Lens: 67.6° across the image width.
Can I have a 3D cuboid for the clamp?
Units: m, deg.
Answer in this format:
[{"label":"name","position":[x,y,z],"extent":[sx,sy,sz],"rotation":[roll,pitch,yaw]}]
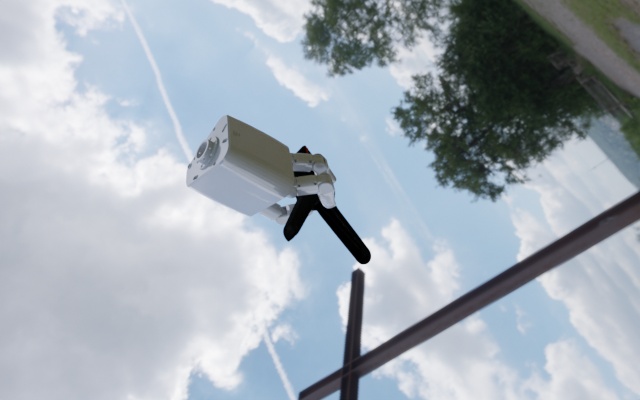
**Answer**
[{"label":"clamp","position":[-0.001,0.002,0.727],"extent":[0.164,0.209,0.036],"rotation":[28,-56,-35]}]
